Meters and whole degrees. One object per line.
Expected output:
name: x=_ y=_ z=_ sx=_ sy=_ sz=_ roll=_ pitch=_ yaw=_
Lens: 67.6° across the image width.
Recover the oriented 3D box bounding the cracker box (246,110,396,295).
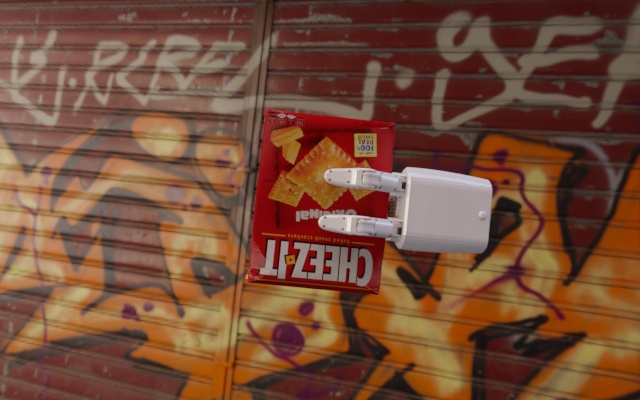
cracker box: x=0.000 y=0.002 z=0.601 sx=0.164 sy=0.213 sz=0.072 roll=6 pitch=-3 yaw=-5
